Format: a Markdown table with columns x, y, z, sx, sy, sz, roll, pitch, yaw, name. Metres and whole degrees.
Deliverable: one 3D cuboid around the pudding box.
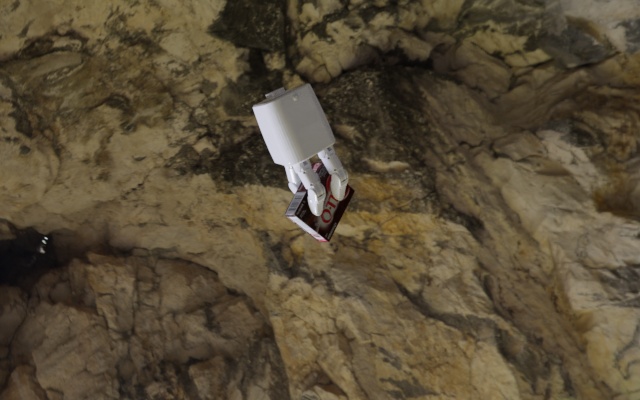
| x | y | z | sx | sy | sz | roll | pitch | yaw | name |
| --- | --- | --- | --- | --- | --- | --- | --- | --- | --- |
| 0.000 | 0.003 | 0.833 | 0.090 | 0.113 | 0.039 | 40 | -21 | -29 | pudding box |
